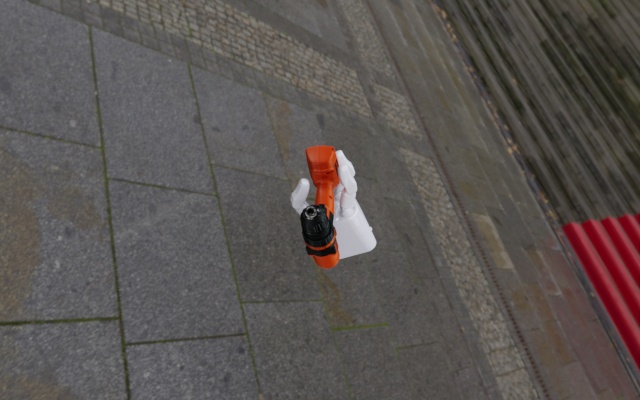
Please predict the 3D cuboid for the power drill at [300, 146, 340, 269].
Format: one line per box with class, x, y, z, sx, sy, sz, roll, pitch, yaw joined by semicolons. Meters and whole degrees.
power drill;0.000;0.002;0.813;0.057;0.187;0.184;-1;-30;7
